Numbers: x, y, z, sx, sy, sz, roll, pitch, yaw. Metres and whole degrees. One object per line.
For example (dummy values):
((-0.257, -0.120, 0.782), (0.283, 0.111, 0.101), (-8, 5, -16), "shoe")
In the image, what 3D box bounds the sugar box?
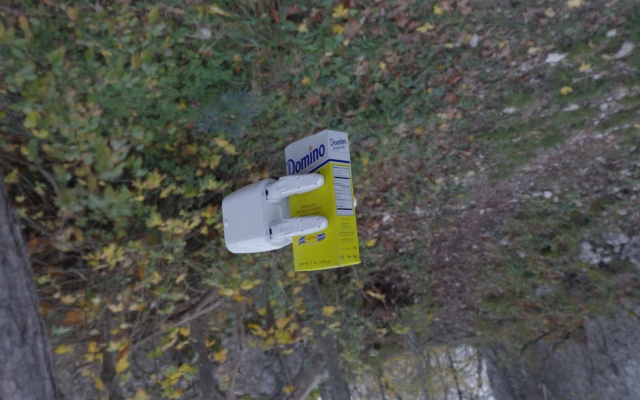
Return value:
((0.000, 0.002, 0.637), (0.048, 0.176, 0.093), (-1, -10, -42), "sugar box")
